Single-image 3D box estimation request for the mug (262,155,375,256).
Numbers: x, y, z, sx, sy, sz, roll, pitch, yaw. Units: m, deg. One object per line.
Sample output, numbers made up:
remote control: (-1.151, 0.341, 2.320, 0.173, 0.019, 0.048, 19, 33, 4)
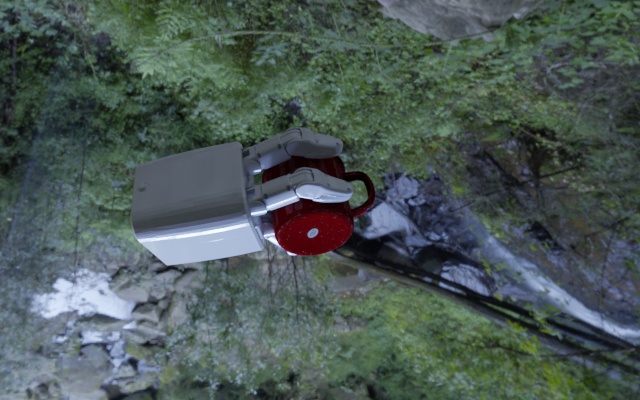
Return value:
mug: (0.002, 0.002, 0.502, 0.117, 0.081, 0.093, -12, -39, -1)
